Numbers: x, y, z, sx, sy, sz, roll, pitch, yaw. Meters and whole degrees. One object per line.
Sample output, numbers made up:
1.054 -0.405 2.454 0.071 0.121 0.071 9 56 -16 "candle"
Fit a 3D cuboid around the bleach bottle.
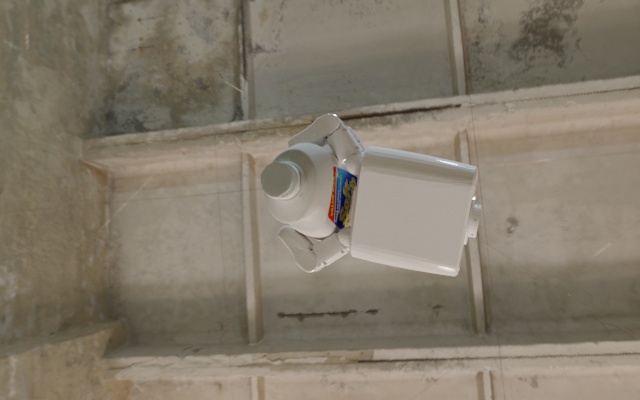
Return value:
0.000 0.002 0.505 0.068 0.102 0.251 13 -1 18 "bleach bottle"
